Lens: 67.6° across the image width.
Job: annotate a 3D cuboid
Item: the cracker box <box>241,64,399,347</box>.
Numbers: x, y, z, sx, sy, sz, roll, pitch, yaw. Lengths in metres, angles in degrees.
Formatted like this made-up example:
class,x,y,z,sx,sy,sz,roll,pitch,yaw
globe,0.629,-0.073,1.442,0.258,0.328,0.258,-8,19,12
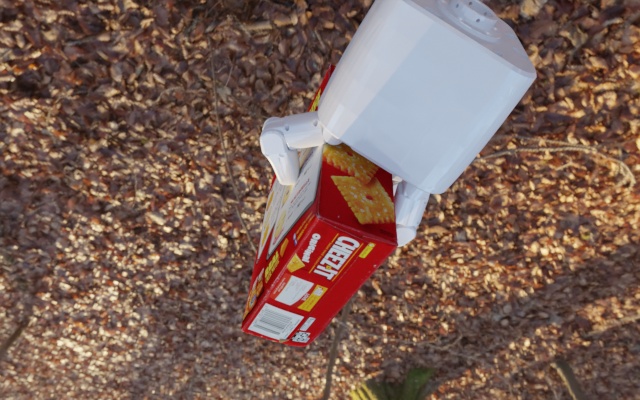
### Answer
class,x,y,z,sx,sy,sz,roll,pitch,yaw
cracker box,0.000,0.002,0.446,0.072,0.213,0.164,21,-49,-14
